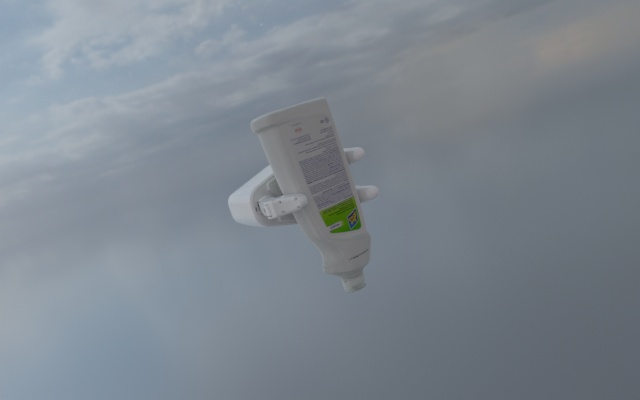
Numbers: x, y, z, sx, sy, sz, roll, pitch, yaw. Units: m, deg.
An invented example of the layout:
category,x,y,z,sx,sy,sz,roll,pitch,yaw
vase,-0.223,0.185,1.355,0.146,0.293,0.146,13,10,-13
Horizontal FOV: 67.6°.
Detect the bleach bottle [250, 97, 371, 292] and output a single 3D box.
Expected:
category,x,y,z,sx,sy,sz,roll,pitch,yaw
bleach bottle,0.000,0.002,0.616,0.102,0.251,0.068,-23,9,-26
